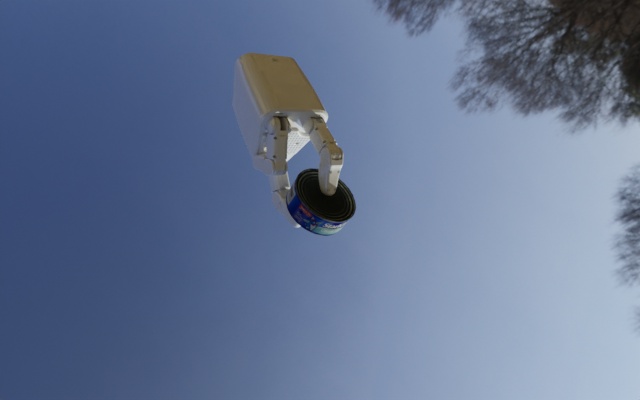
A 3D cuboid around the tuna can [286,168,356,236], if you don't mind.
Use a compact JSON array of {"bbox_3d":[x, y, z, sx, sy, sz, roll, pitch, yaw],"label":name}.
[{"bbox_3d":[0.000,0.002,0.606,0.086,0.086,0.034,0,-38,-36],"label":"tuna can"}]
